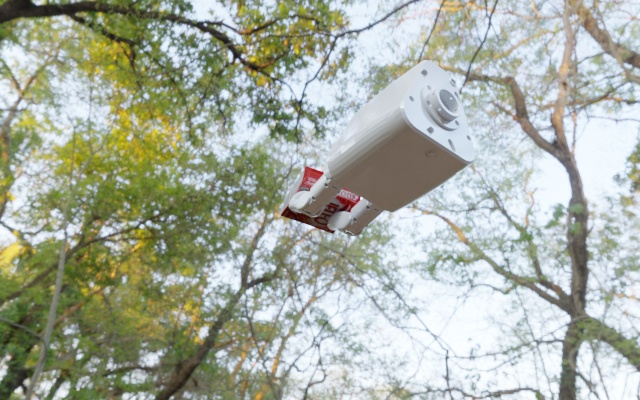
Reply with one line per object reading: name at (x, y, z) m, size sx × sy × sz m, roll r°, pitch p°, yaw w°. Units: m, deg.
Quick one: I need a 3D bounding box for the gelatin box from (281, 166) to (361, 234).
gelatin box at (0.000, 0.002, 0.575) m, size 0.073 × 0.030 × 0.089 m, roll 20°, pitch -32°, yaw -12°
